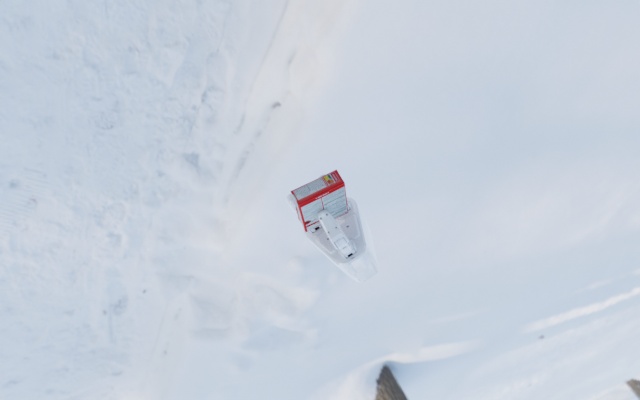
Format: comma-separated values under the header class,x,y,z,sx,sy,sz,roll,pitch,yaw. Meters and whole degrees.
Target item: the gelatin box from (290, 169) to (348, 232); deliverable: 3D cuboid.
class,x,y,z,sx,sy,sz,roll,pitch,yaw
gelatin box,0.000,0.002,0.694,0.073,0.030,0.089,-25,-29,-8
